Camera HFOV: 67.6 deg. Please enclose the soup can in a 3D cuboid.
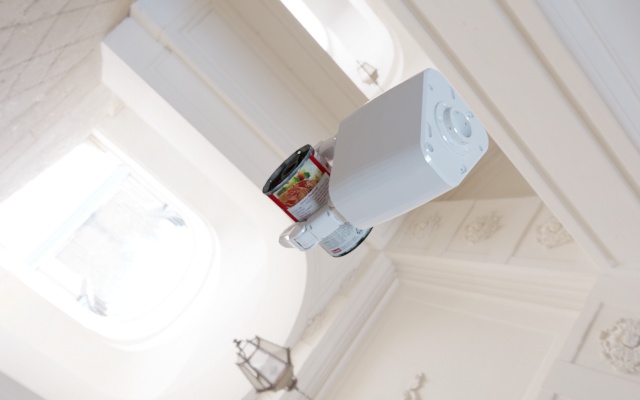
[{"bbox_3d":[0.000,0.002,0.490,0.102,0.068,0.068,44,-17,-18],"label":"soup can"}]
